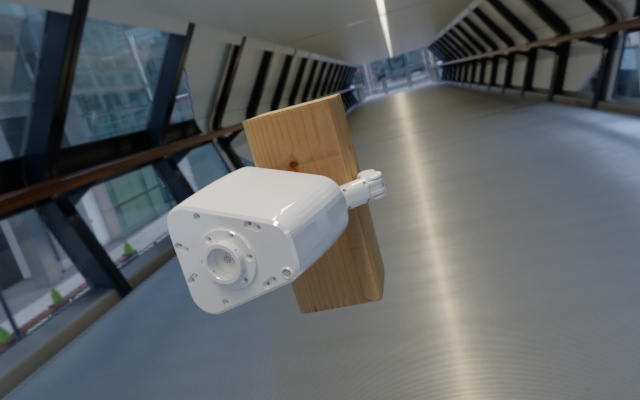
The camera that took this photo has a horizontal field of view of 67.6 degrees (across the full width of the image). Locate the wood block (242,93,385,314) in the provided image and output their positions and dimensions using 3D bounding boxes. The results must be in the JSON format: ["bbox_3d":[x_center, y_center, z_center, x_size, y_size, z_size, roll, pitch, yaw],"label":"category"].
[{"bbox_3d":[0.000,0.002,0.506,0.091,0.206,0.090,-12,13,12],"label":"wood block"}]
